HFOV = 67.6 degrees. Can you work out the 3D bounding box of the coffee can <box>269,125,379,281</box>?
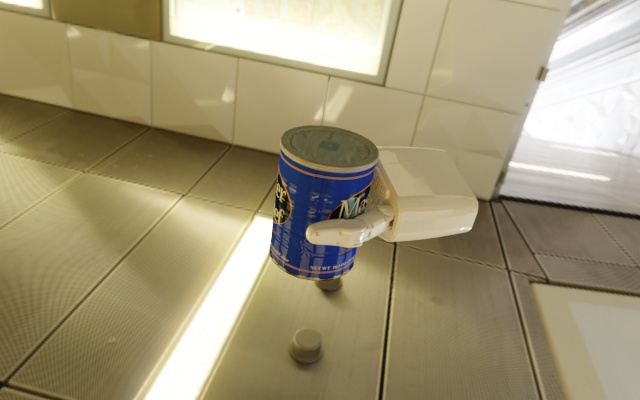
[{"bbox_3d":[0.000,0.002,0.525,0.103,0.140,0.102,7,30,-4],"label":"coffee can"}]
